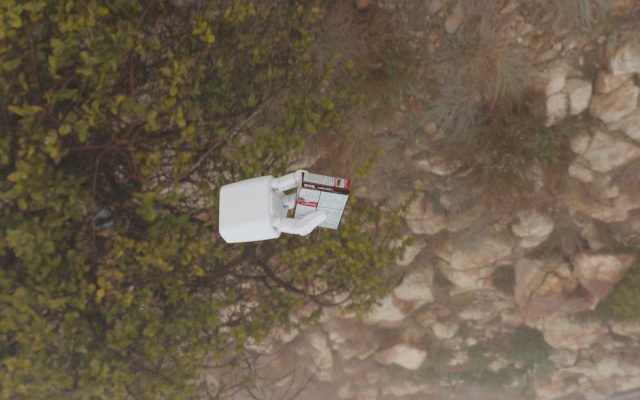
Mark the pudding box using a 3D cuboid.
[{"bbox_3d":[0.000,0.003,0.866,0.090,0.039,0.114,9,-37,-6],"label":"pudding box"}]
